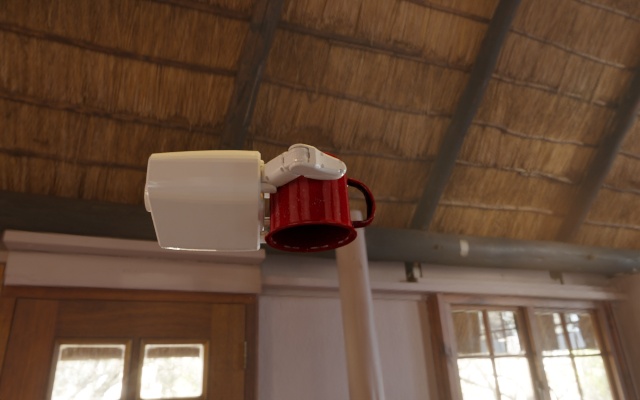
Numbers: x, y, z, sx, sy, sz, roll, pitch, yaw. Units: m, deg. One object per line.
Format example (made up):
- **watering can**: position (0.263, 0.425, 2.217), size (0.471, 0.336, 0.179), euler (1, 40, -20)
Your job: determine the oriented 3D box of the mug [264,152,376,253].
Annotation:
- **mug**: position (0.002, 0.001, 0.496), size (0.117, 0.081, 0.093), euler (0, -23, -9)
